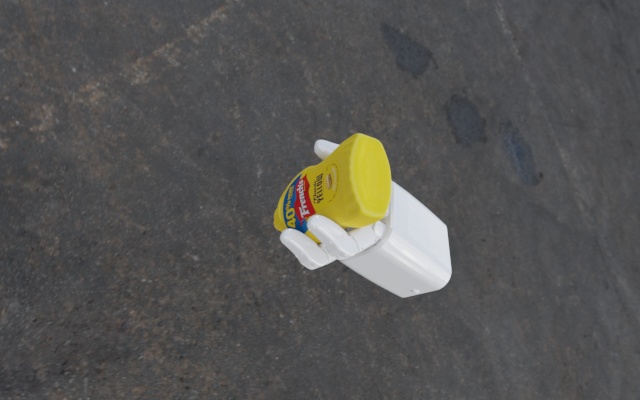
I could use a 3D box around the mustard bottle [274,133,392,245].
[{"bbox_3d":[0.000,0.002,0.563,0.058,0.096,0.192,12,-25,-33],"label":"mustard bottle"}]
